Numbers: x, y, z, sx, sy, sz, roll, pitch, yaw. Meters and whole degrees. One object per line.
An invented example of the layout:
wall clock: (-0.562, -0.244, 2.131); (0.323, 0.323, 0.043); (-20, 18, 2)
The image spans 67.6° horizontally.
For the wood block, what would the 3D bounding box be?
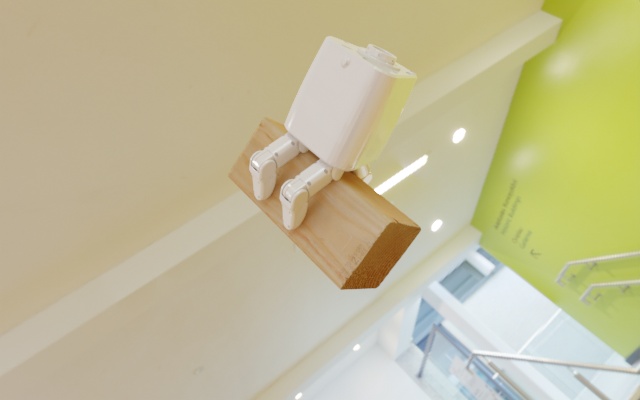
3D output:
wood block: (0.000, 0.001, 0.554); (0.206, 0.090, 0.091); (42, 15, 30)
